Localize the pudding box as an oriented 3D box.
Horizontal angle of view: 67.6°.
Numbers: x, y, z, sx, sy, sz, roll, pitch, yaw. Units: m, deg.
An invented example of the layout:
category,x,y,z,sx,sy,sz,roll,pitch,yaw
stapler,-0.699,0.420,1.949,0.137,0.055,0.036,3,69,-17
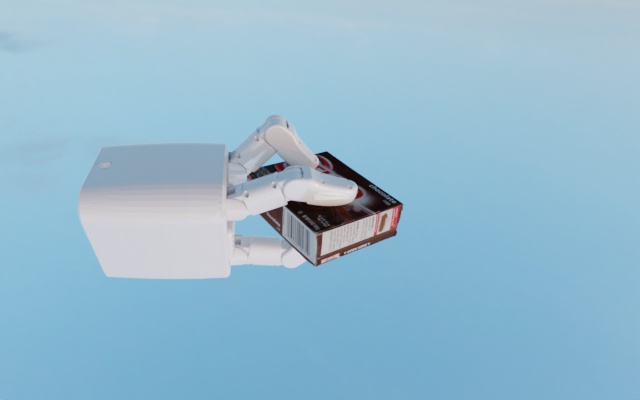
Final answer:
category,x,y,z,sx,sy,sz,roll,pitch,yaw
pudding box,0.000,0.002,0.416,0.090,0.039,0.113,-18,41,-31
